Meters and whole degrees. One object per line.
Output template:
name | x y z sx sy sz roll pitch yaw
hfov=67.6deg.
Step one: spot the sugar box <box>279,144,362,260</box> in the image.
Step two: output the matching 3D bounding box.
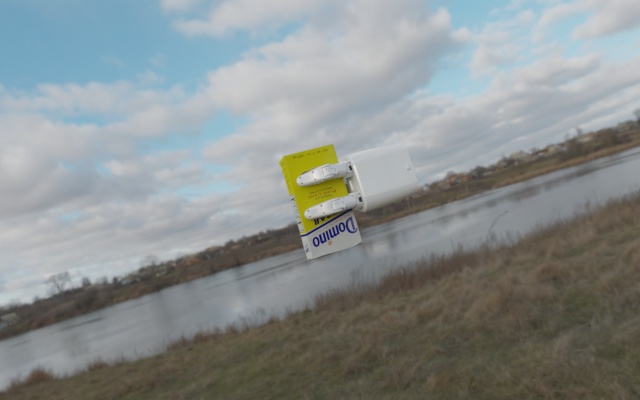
sugar box | 0.000 0.002 0.799 0.093 0.176 0.048 -16 -5 -16
